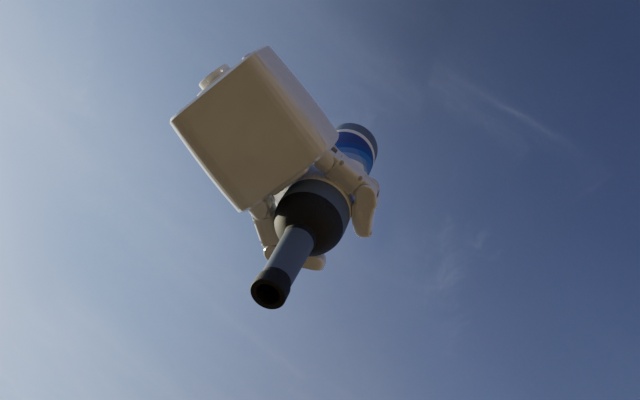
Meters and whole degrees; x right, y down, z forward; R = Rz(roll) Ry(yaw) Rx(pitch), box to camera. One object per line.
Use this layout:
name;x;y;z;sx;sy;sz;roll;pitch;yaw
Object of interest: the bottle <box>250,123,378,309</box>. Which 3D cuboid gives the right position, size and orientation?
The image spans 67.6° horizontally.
bottle;0.000;0.001;0.468;0.069;0.069;0.295;0;27;17
